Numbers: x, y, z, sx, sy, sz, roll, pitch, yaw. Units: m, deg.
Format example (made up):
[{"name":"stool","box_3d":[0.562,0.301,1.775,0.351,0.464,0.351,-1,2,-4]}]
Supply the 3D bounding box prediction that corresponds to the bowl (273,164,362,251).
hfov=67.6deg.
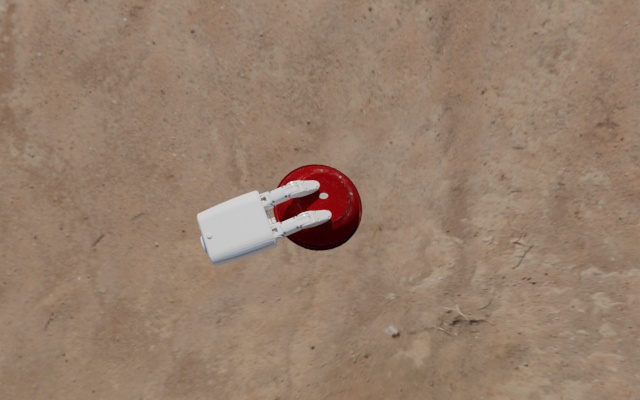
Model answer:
[{"name":"bowl","box_3d":[0.001,0.002,0.826,0.162,0.162,0.055,0,-18,-10]}]
